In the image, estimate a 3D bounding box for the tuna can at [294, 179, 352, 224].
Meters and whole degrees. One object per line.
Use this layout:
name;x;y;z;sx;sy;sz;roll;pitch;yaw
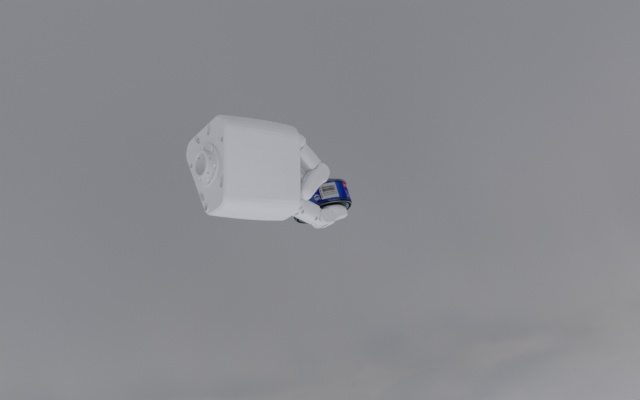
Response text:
tuna can;0.000;0.003;0.673;0.086;0.033;0.086;-15;-17;-5
